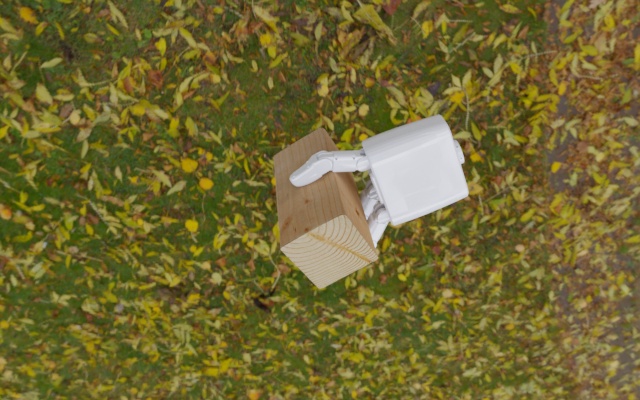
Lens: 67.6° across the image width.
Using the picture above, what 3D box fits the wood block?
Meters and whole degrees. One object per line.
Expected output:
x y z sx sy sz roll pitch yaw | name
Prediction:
0.000 0.002 0.650 0.090 0.091 0.206 -29 35 13 | wood block
